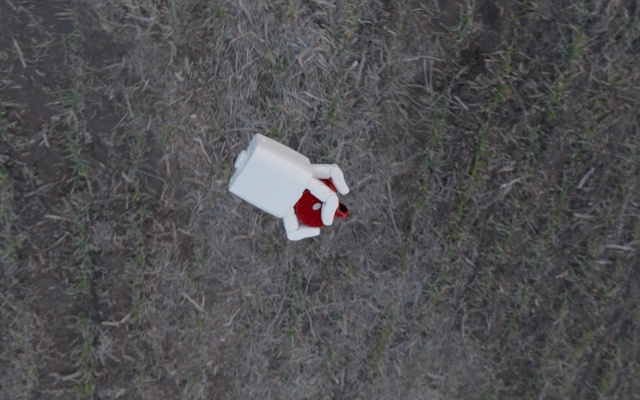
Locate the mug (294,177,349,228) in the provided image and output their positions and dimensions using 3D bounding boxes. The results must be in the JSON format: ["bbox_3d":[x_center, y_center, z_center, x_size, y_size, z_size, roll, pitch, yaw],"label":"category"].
[{"bbox_3d":[0.001,0.004,0.883,0.117,0.093,0.081,26,18,-17],"label":"mug"}]
